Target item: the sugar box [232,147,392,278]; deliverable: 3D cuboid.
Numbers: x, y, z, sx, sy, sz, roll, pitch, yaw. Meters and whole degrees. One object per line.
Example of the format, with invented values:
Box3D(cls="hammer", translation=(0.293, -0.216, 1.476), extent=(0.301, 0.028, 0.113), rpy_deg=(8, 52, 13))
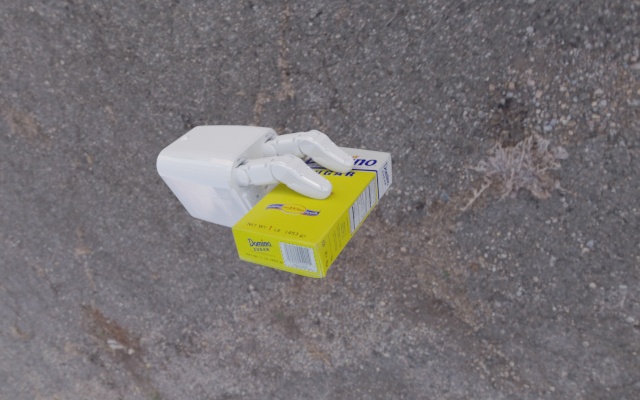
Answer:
Box3D(cls="sugar box", translation=(0.000, 0.001, 0.489), extent=(0.093, 0.048, 0.176), rpy_deg=(10, 38, 26))
